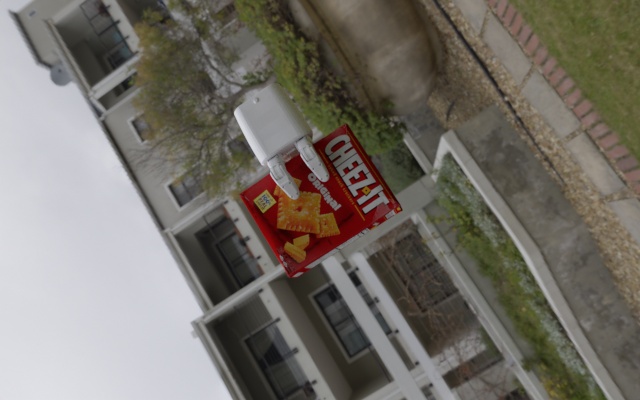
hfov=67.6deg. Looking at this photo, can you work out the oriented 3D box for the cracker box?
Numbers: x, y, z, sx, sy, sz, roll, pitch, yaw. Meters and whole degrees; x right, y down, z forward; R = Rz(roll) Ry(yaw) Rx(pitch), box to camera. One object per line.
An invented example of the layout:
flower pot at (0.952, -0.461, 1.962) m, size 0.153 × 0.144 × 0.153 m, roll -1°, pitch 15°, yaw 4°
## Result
cracker box at (0.000, 0.003, 0.783) m, size 0.214 × 0.164 × 0.072 m, roll -33°, pitch -12°, yaw 6°
